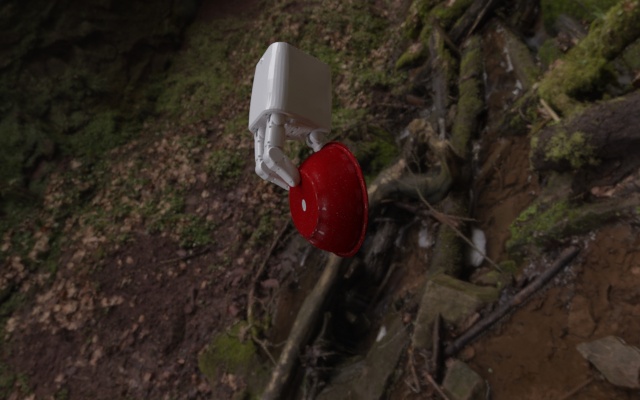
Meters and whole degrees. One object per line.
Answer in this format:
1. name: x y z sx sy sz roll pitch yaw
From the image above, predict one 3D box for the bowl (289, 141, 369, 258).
1. bowl: 0.000 0.003 0.646 0.055 0.162 0.162 -8 3 -27
